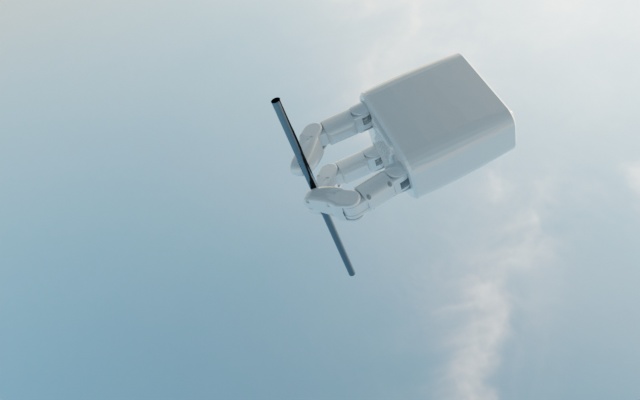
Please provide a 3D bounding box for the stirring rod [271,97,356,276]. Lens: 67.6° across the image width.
[{"bbox_3d":[0.000,0.001,0.461,0.011,0.011,0.240,0,-42,24],"label":"stirring rod"}]
